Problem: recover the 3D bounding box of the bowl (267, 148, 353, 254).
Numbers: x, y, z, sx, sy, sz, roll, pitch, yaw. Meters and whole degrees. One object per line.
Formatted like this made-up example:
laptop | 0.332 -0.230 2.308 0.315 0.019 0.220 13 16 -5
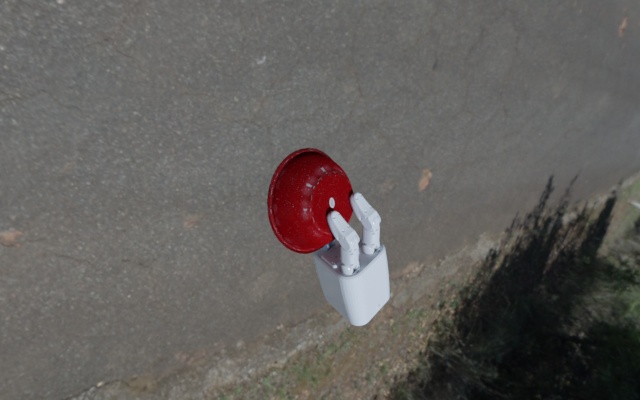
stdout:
bowl | 0.000 0.001 0.708 0.162 0.162 0.055 0 3 -45
